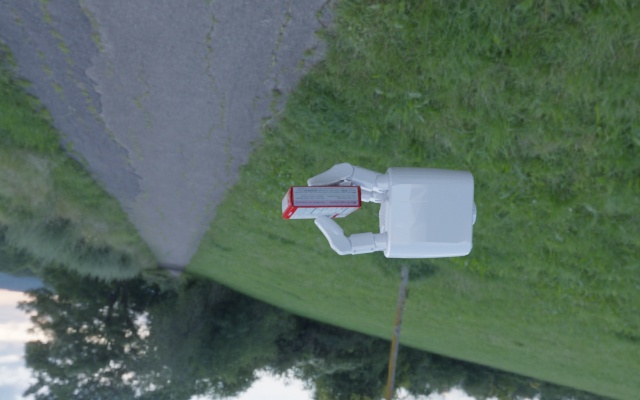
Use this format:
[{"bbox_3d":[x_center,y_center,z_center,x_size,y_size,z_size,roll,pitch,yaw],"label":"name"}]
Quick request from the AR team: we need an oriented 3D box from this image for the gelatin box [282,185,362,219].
[{"bbox_3d":[0.000,0.002,0.605,0.089,0.030,0.073,-1,-12,-13],"label":"gelatin box"}]
